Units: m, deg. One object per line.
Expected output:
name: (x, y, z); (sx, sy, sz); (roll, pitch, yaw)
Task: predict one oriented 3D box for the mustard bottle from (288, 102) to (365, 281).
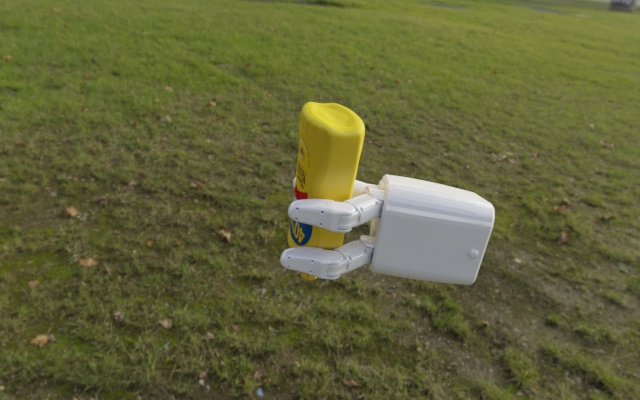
mustard bottle: (0.000, 0.001, 0.499); (0.058, 0.192, 0.096); (-1, 28, -18)
